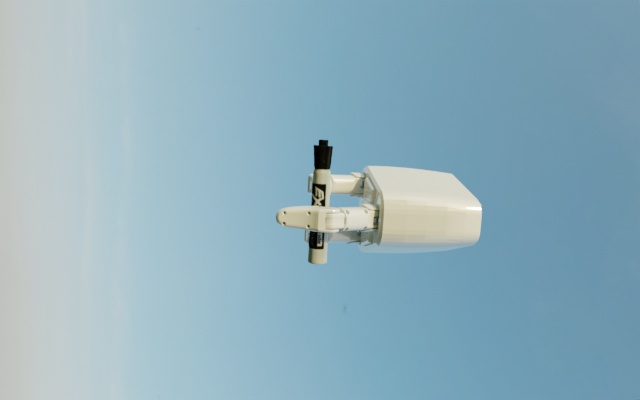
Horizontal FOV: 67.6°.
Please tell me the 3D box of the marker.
[{"bbox_3d":[0.000,0.002,0.466,0.020,0.121,0.020,3,7,0],"label":"marker"}]
